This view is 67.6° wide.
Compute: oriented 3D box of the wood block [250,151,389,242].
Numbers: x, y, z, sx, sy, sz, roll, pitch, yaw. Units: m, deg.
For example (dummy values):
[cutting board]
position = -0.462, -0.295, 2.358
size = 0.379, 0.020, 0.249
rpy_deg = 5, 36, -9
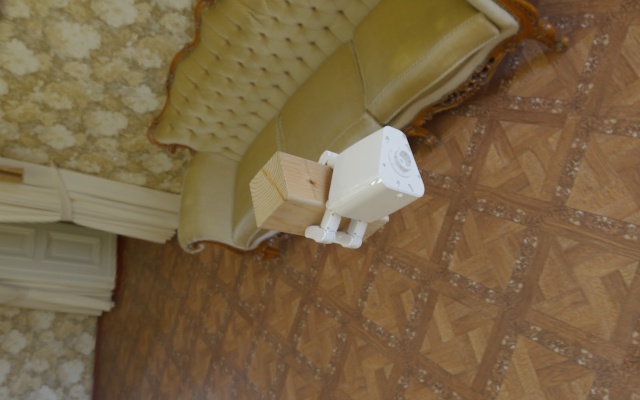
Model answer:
[wood block]
position = 0.000, 0.002, 0.784
size = 0.206, 0.090, 0.090
rpy_deg = 14, -43, -36
